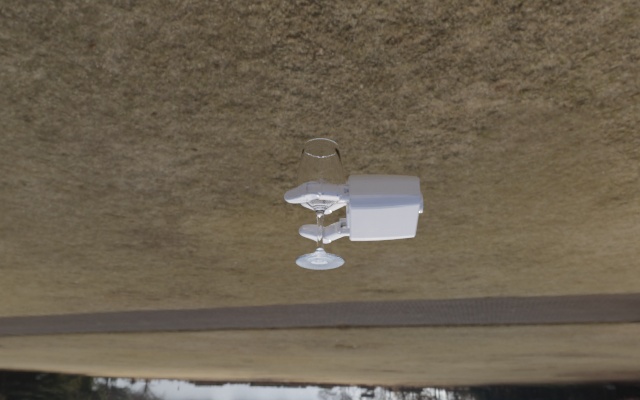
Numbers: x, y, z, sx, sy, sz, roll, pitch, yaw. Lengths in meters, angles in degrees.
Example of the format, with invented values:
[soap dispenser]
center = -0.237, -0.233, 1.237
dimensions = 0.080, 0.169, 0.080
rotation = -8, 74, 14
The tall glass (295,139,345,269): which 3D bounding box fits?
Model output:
[tall glass]
center = 0.000, 0.003, 0.760
dimensions = 0.079, 0.201, 0.079
rotation = 0, -25, 0
